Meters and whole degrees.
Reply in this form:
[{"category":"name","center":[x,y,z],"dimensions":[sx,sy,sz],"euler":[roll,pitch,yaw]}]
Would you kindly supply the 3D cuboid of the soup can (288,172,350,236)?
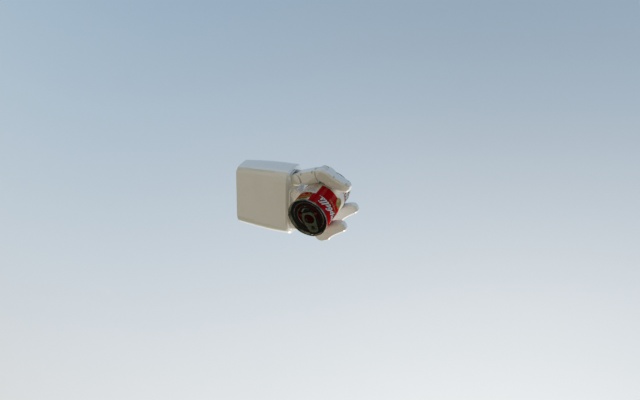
[{"category":"soup can","center":[0.001,0.002,0.784],"dimensions":[0.068,0.068,0.102],"euler":[0,31,29]}]
